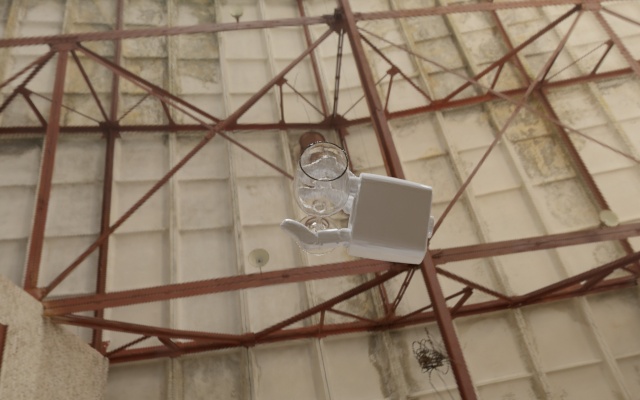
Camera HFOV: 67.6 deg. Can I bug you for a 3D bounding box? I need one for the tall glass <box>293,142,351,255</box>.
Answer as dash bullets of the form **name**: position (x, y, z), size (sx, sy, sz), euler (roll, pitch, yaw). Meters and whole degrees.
- **tall glass**: position (0.000, 0.003, 0.679), size (0.079, 0.079, 0.201), euler (0, -31, -2)
